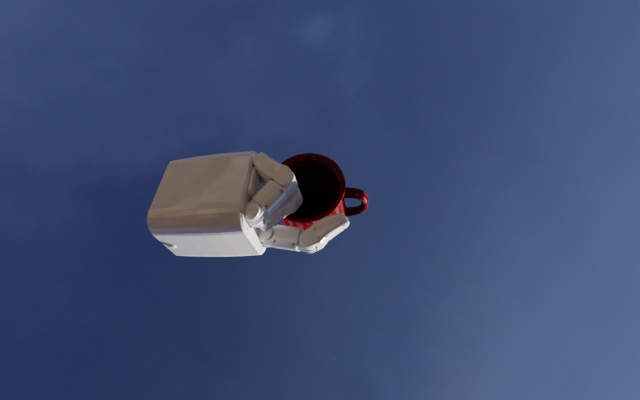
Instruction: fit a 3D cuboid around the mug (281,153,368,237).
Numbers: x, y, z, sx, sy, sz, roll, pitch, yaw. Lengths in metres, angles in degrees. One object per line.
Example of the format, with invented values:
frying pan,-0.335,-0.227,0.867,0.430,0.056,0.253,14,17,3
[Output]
mug,0.002,0.002,0.587,0.117,0.093,0.081,-2,-28,8
